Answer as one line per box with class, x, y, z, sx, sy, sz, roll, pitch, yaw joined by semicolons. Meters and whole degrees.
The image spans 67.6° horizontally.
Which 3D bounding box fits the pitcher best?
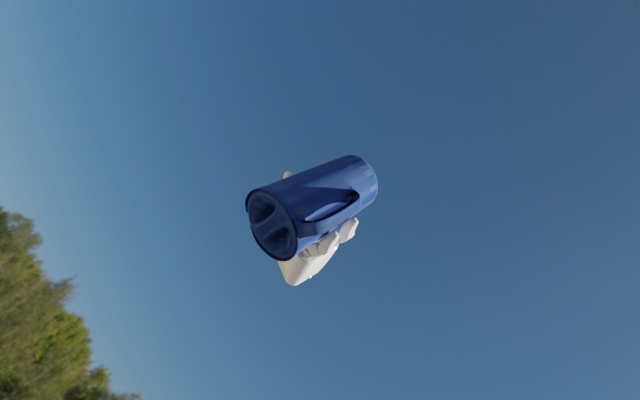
pitcher;0.000;0.003;0.866;0.242;0.149;0.145;-28;-23;-38
